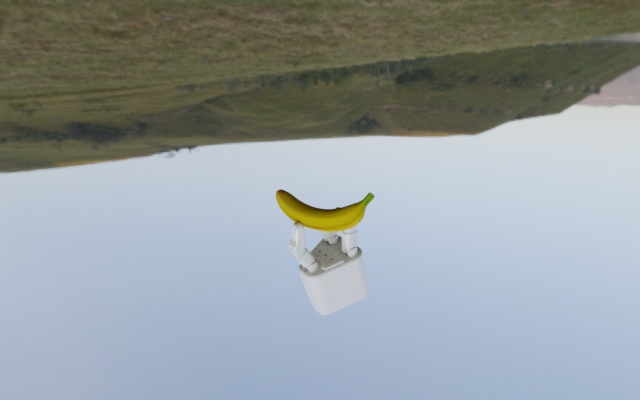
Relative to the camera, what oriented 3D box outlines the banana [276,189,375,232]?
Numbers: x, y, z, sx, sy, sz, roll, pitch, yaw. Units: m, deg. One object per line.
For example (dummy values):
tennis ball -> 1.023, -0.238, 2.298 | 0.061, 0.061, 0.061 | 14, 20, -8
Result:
banana -> -0.004, 0.018, 0.803 | 0.198, 0.069, 0.037 | 4, -33, 32
